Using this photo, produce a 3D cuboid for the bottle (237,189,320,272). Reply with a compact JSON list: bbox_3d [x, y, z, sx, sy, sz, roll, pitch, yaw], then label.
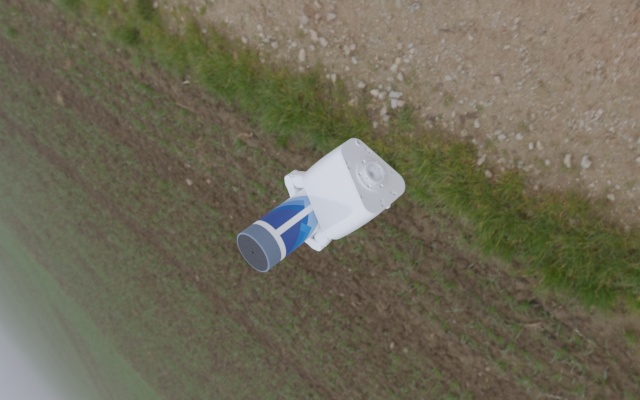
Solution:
[{"bbox_3d":[0.000,0.003,0.758,0.069,0.069,0.295,0,29,48],"label":"bottle"}]
